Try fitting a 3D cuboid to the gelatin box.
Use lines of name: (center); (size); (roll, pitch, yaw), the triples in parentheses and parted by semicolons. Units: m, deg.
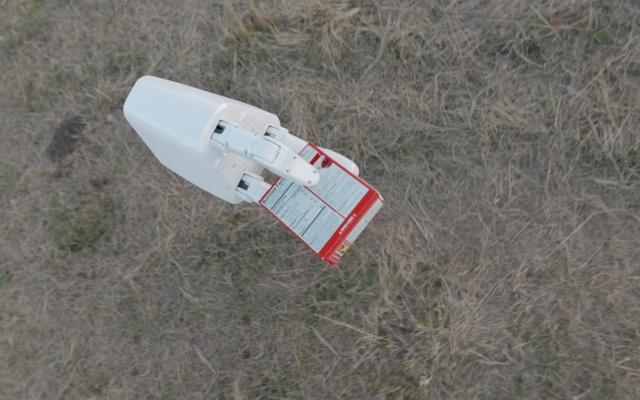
gelatin box: (0.000, 0.001, 0.422); (0.089, 0.073, 0.030); (39, 0, 29)
